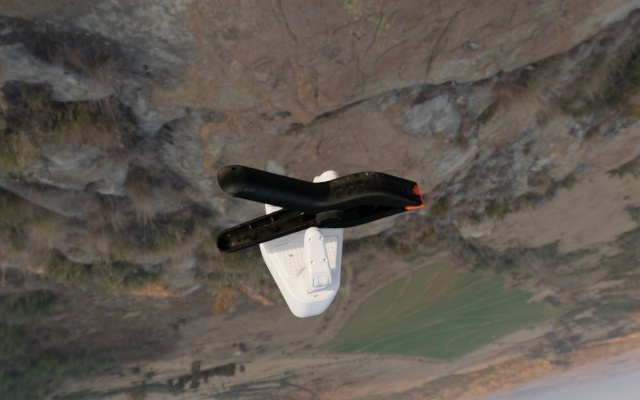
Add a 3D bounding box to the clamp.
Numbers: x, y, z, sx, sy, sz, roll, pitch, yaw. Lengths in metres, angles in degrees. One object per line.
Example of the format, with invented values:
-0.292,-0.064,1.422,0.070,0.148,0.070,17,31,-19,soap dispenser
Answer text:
0.001,0.002,0.447,0.210,0.036,0.165,-9,-21,-9,clamp
